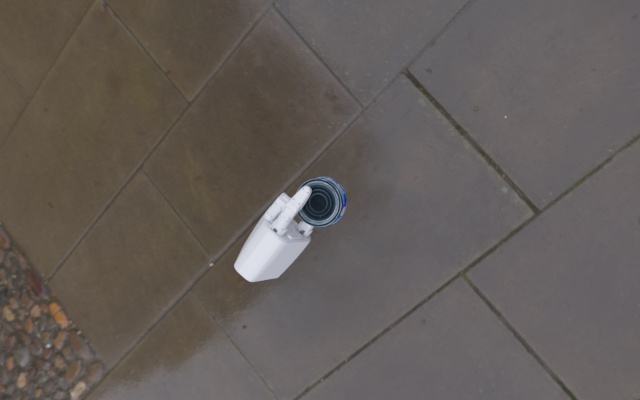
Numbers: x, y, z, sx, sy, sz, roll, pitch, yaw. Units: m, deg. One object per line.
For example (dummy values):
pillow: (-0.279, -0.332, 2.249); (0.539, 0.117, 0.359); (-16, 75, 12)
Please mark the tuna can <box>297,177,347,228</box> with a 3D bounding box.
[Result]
tuna can: (0.000, 0.003, 0.810); (0.086, 0.086, 0.034); (0, 5, 17)
